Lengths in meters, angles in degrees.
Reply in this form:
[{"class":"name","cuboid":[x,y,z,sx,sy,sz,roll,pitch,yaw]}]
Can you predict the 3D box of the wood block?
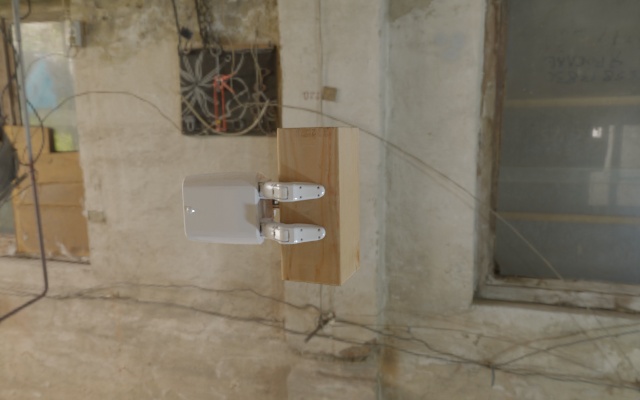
[{"class":"wood block","cuboid":[0.000,0.002,0.664,0.090,0.206,0.091,2,9,20]}]
